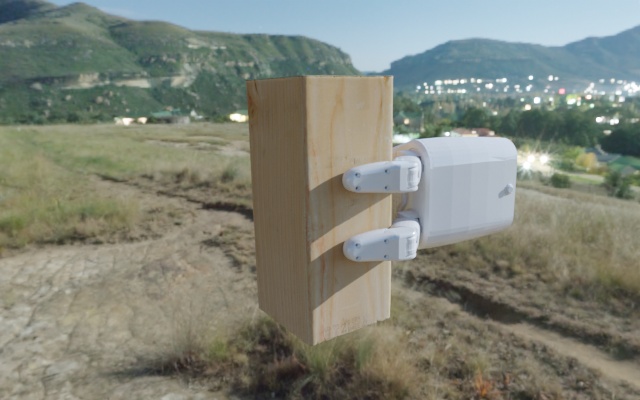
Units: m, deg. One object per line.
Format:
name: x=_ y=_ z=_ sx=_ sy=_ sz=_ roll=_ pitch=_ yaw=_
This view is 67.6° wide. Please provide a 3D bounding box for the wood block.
wood block: x=0.000 y=0.001 z=0.409 sx=0.090 sy=0.206 sz=0.091 roll=-10 pitch=15 yaw=-33
